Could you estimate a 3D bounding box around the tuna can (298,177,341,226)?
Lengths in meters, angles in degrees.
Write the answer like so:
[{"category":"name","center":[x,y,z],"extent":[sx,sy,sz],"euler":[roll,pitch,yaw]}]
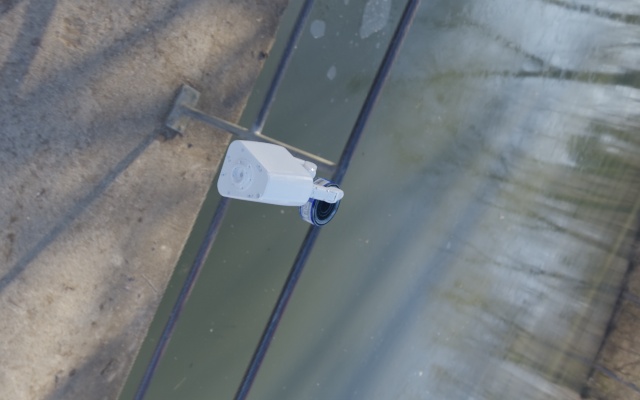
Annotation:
[{"category":"tuna can","center":[0.001,0.003,0.868],"extent":[0.033,0.086,0.086],"euler":[24,13,31]}]
